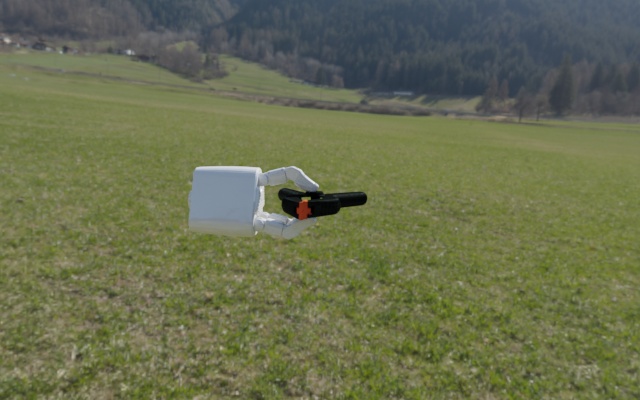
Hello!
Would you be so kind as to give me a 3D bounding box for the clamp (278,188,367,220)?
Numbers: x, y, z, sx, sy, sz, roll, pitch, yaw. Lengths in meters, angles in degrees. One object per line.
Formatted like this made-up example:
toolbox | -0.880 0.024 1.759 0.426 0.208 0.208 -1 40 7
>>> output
clamp | 0.000 0.002 0.794 0.164 0.036 0.210 1 7 2
